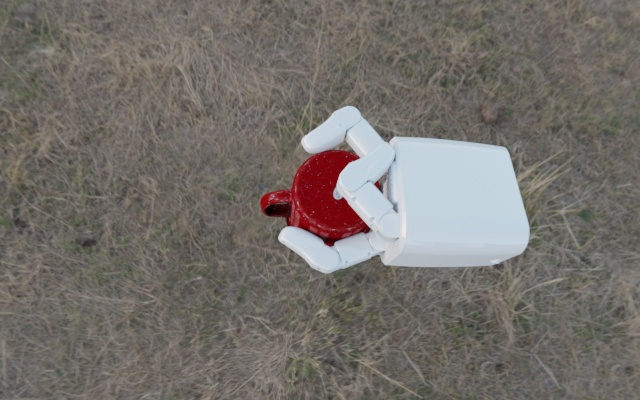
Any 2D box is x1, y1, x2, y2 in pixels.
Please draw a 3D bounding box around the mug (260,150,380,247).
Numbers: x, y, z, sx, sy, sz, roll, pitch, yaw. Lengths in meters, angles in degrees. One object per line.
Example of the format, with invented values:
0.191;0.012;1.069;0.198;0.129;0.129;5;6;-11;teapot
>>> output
-0.001;0.001;0.465;0.117;0.093;0.081;1;-18;-4;mug
